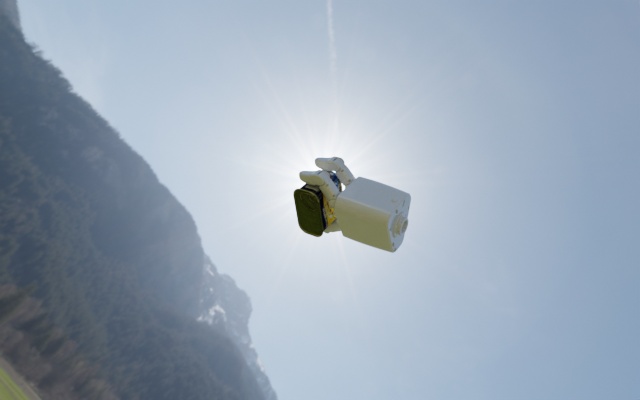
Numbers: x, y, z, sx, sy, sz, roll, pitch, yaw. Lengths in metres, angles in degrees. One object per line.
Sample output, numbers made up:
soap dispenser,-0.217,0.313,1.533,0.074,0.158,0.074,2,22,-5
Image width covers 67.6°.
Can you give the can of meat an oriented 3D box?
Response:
can of meat,0.000,0.003,0.899,0.057,0.102,0.084,16,41,32
